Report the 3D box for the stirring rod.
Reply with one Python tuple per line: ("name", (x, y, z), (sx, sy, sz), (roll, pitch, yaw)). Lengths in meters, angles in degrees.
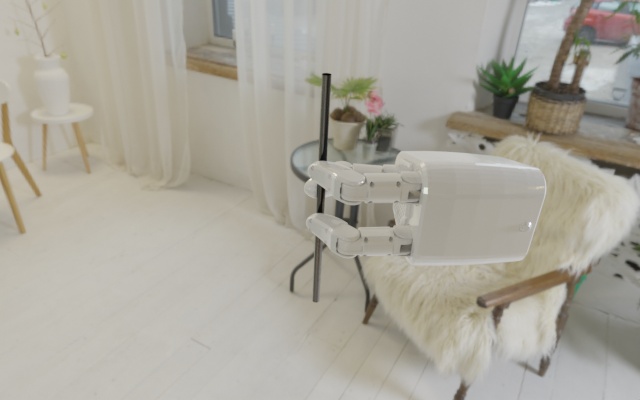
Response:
("stirring rod", (0.000, 0.002, 0.449), (0.011, 0.240, 0.011), (2, 30, -1))
